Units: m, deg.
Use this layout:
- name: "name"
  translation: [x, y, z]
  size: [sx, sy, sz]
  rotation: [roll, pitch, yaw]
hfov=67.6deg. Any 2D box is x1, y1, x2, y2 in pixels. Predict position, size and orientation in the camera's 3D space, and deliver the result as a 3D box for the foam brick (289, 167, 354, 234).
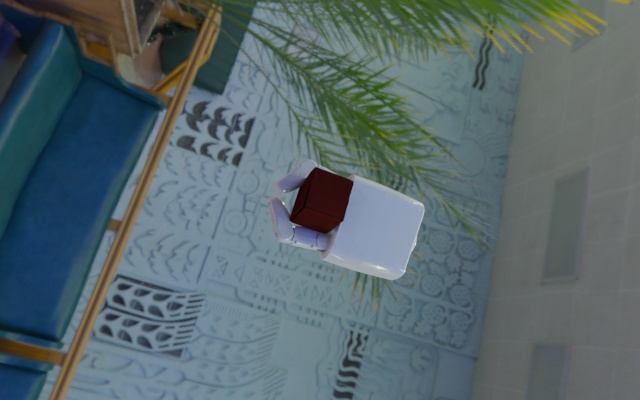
- name: "foam brick"
  translation: [0.000, 0.002, 0.580]
  size: [0.051, 0.053, 0.078]
  rotation: [20, -20, -10]
